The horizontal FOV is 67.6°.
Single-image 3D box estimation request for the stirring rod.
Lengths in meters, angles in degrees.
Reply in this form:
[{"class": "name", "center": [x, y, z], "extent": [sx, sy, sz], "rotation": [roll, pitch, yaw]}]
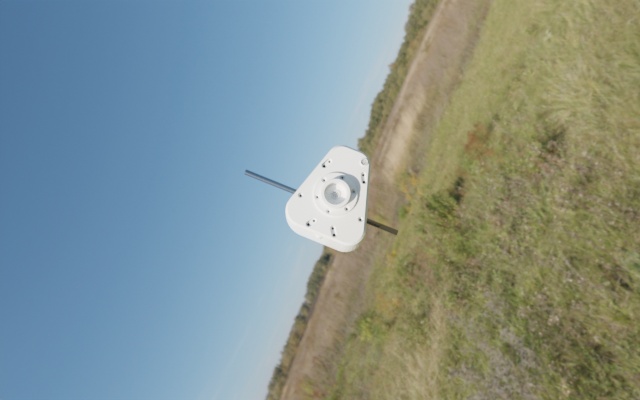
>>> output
[{"class": "stirring rod", "center": [0.000, 0.002, 0.701], "extent": [0.239, 0.011, 0.011], "rotation": [22, 1, 3]}]
